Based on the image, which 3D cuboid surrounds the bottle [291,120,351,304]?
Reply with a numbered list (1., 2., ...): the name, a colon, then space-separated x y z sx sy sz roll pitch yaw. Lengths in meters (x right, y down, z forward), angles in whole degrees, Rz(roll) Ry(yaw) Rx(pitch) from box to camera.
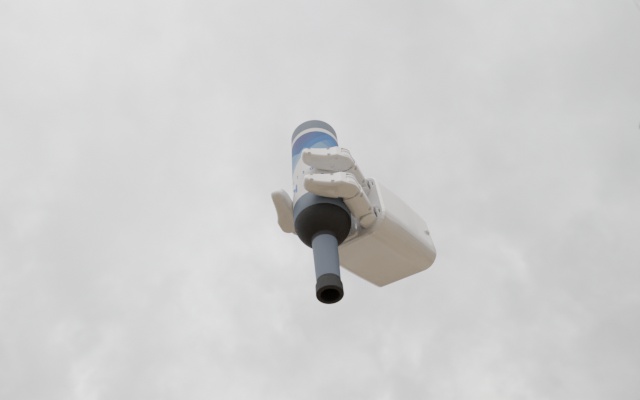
1. bottle: 0.000 0.002 0.575 0.069 0.069 0.295 0 37 -4
